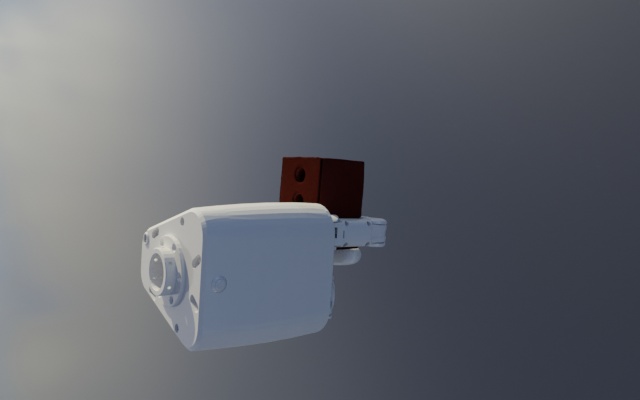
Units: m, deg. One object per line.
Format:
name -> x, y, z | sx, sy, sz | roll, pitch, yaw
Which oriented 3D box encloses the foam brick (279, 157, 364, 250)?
foam brick -> 0.000, 0.001, 0.410 | 0.051, 0.078, 0.053 | 1, 4, -40
